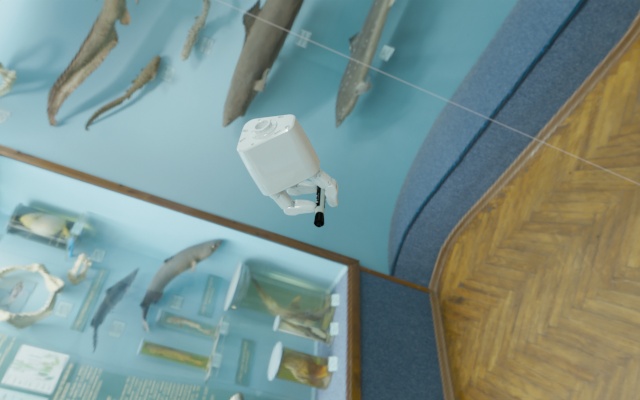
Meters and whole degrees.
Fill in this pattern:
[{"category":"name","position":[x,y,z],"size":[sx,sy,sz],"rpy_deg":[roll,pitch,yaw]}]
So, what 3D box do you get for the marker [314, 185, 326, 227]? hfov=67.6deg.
[{"category":"marker","position":[0.000,0.003,0.881],"size":[0.020,0.020,0.121],"rpy_deg":[0,44,4]}]
